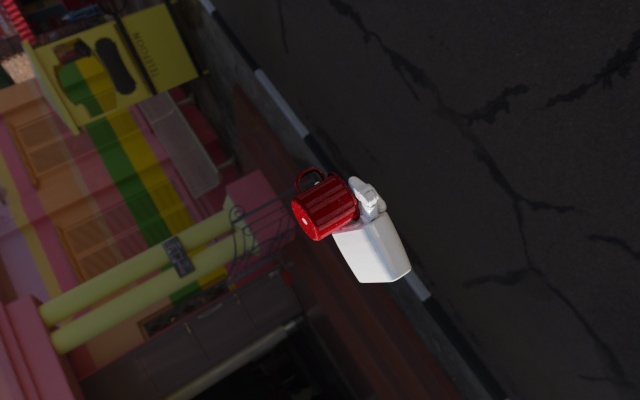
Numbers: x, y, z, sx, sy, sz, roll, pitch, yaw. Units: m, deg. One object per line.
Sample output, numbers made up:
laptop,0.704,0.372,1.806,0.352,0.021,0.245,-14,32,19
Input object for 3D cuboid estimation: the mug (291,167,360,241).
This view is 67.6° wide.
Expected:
mug,-0.001,0.001,0.785,0.081,0.117,0.093,-31,8,-17
